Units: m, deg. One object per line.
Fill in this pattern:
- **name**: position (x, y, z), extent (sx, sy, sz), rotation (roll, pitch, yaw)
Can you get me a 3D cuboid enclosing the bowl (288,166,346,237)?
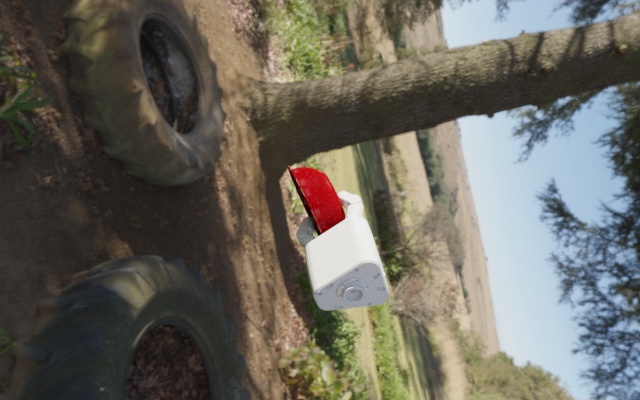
- **bowl**: position (0.000, 0.002, 0.835), extent (0.055, 0.162, 0.162), rotation (-26, 2, -5)
